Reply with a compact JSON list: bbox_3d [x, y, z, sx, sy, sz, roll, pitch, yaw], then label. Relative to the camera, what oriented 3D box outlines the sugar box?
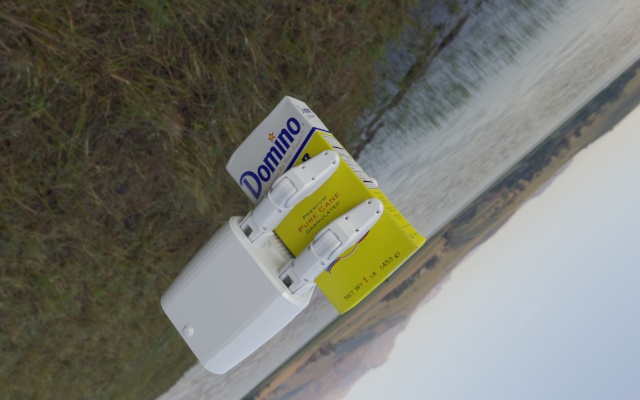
[{"bbox_3d":[0.000,0.002,0.426,0.093,0.176,0.048,-45,-13,17],"label":"sugar box"}]
